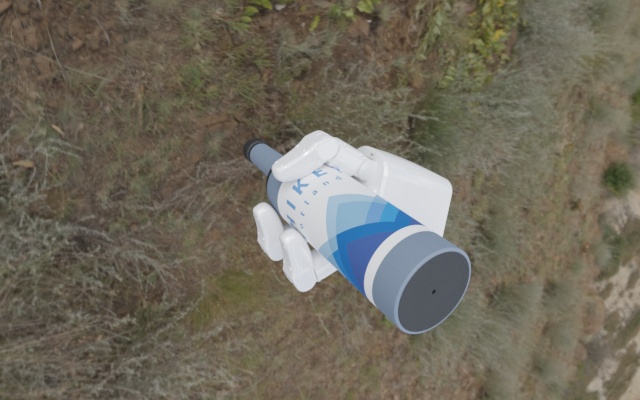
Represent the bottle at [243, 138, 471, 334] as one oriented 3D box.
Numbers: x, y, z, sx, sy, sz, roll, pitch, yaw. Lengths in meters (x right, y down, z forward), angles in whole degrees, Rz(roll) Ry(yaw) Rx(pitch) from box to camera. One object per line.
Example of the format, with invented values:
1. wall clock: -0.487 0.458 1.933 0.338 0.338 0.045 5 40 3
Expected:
1. bottle: 0.000 0.001 0.425 0.069 0.069 0.295 0 24 -34
